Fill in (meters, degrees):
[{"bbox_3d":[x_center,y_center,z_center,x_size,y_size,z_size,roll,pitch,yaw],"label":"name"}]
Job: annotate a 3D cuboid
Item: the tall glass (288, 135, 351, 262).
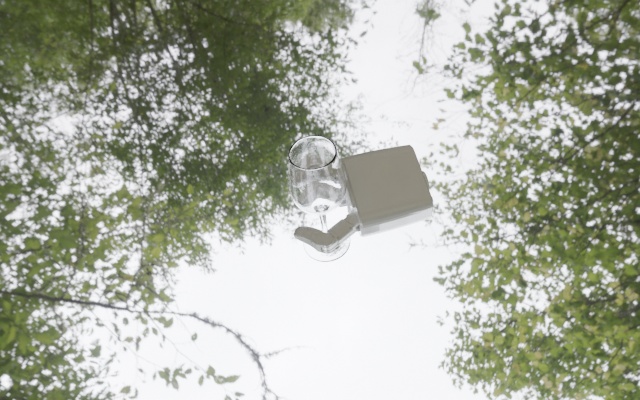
[{"bbox_3d":[0.000,0.003,0.672,0.079,0.079,0.201,0,-39,8],"label":"tall glass"}]
